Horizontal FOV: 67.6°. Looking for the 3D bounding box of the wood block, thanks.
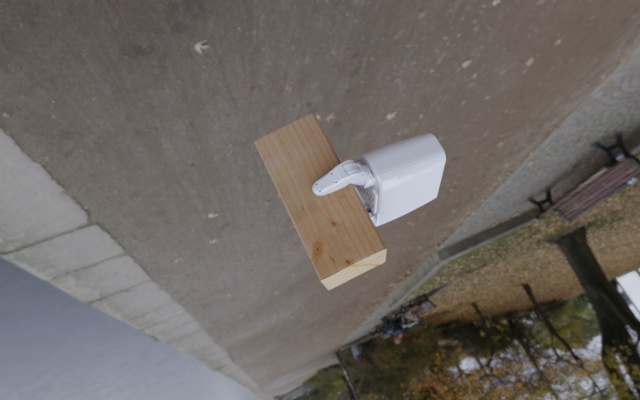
[{"bbox_3d":[0.000,0.002,0.637,0.090,0.206,0.091,-26,-19,-2],"label":"wood block"}]
